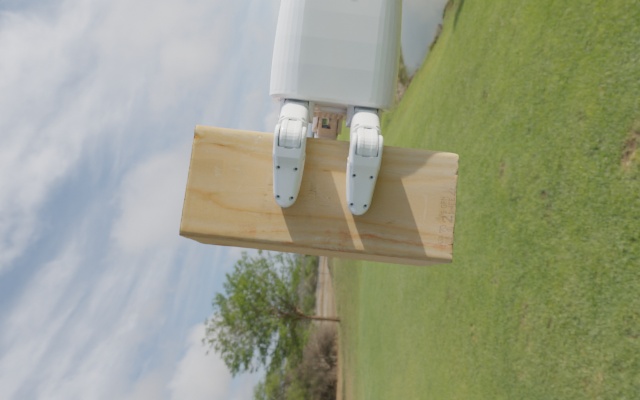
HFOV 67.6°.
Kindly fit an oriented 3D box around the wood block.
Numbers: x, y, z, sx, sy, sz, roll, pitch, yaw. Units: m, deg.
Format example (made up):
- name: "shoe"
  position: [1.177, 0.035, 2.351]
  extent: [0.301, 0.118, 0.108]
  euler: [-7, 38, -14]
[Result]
- name: "wood block"
  position: [0.000, 0.001, 0.406]
  extent: [0.206, 0.090, 0.091]
  euler: [6, -9, -1]
